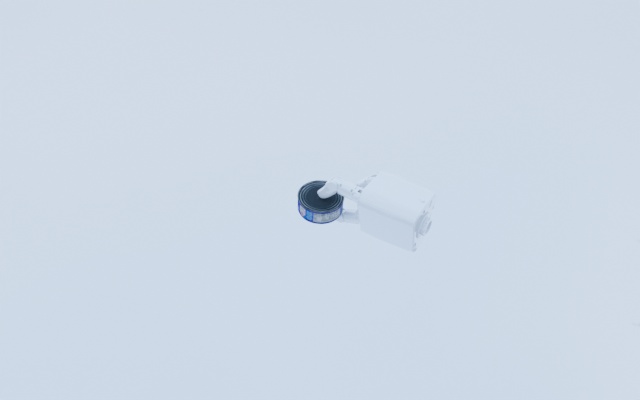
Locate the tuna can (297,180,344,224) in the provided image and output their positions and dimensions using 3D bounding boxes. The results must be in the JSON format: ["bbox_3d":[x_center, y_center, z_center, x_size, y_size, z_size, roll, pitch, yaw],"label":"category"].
[{"bbox_3d":[0.000,0.003,0.880,0.086,0.034,0.086,2,44,-2],"label":"tuna can"}]
